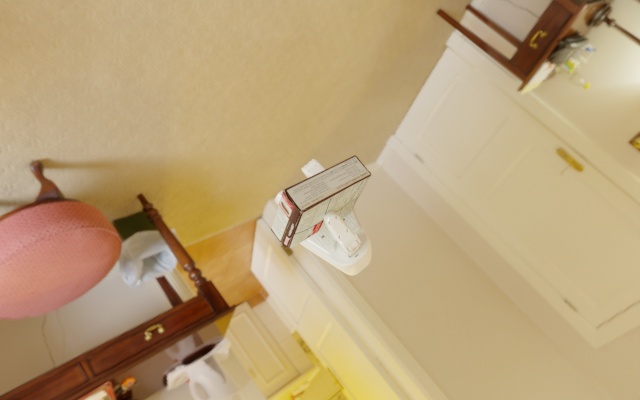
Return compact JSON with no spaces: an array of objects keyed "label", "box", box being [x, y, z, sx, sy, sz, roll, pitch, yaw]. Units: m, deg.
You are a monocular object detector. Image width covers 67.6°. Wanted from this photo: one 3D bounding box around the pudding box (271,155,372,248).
[{"label":"pudding box","box":[0.000,0.002,0.582,0.113,0.039,0.090,-30,-22,-31]}]
